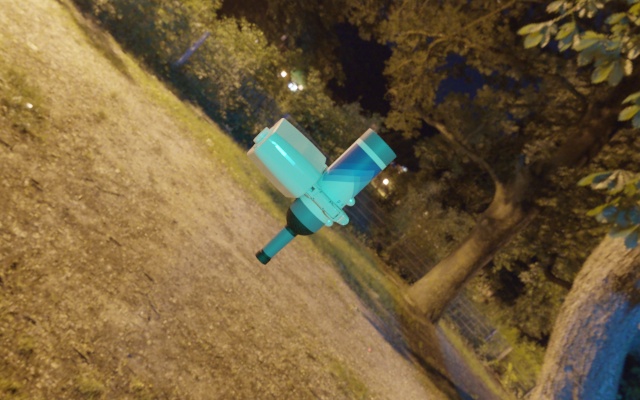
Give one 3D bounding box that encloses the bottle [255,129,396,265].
[{"bbox_3d":[0.000,0.003,0.824,0.296,0.069,0.069,-44,-6,6],"label":"bottle"}]
